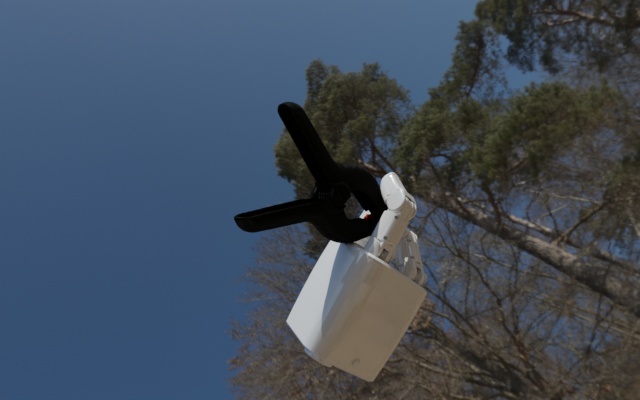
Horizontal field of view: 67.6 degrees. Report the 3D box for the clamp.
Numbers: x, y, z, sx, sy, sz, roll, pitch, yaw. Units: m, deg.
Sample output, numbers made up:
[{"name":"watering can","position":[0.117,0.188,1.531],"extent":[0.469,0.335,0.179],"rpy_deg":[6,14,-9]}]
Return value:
[{"name":"clamp","position":[0.000,0.001,0.455],"extent":[0.171,0.120,0.039],"rpy_deg":[35,-8,-31]}]
